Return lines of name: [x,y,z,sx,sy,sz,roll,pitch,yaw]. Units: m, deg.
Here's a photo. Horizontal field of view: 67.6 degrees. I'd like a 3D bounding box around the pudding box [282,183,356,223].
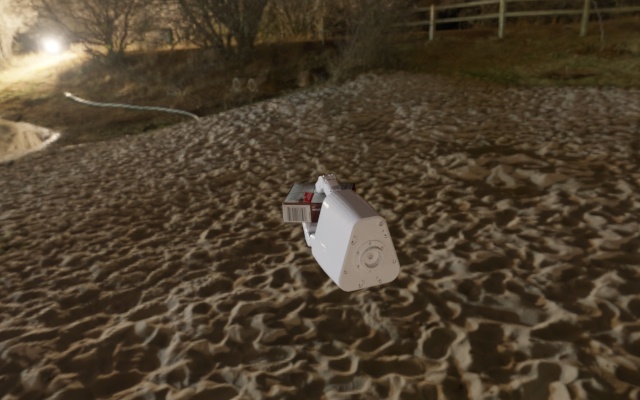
pudding box: [0.000,0.002,0.794,0.113,0.039,0.090,2,23,9]
